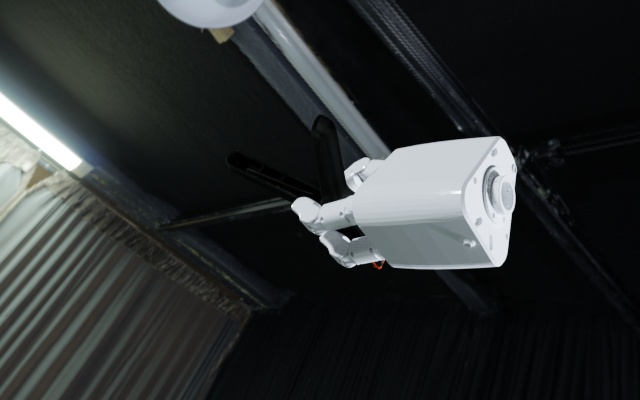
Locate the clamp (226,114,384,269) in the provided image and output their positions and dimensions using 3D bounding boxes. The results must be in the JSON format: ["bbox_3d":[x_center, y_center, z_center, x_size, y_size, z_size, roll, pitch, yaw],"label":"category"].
[{"bbox_3d":[0.001,0.001,0.524,0.164,0.036,0.210,-4,-44,44],"label":"clamp"}]
